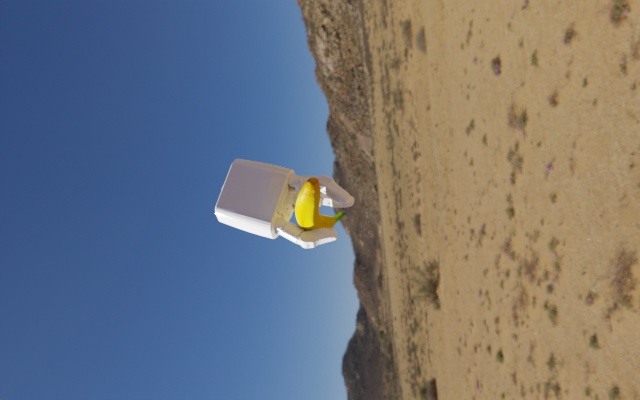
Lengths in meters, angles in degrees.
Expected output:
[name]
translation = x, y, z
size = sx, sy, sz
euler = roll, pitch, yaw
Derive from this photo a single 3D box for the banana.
[banana]
translation = -0.009, 0.019, 0.767
size = 0.037, 0.069, 0.198
euler = 32, -6, 19
